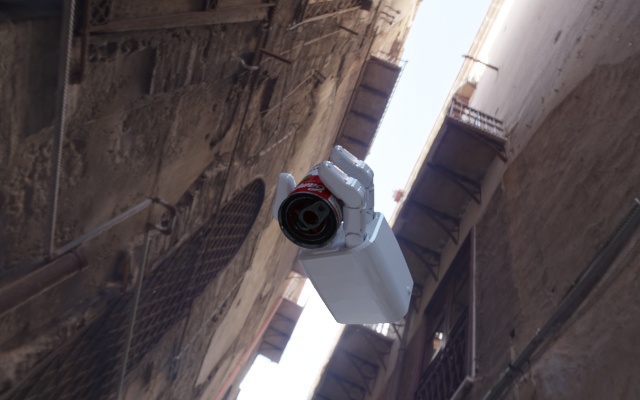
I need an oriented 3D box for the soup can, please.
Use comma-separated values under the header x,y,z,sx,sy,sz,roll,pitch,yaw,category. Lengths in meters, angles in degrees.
x,y,z,sx,sy,sz,roll,pitch,yaw,category
0.000,0.001,0.554,0.068,0.068,0.102,0,24,18,soup can
